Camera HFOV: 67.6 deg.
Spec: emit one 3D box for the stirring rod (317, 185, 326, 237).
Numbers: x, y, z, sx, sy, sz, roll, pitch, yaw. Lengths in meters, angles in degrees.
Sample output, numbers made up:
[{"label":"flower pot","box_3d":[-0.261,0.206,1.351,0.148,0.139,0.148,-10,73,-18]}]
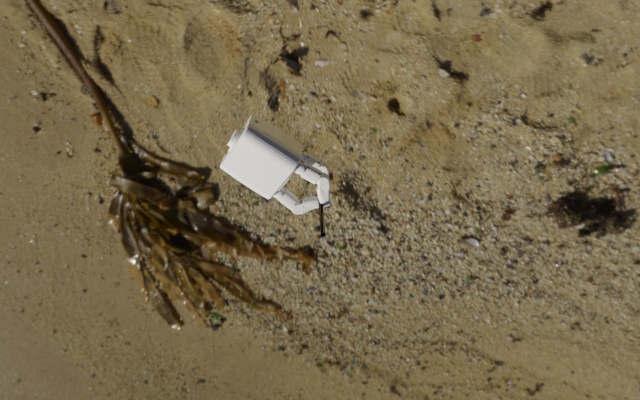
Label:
[{"label":"stirring rod","box_3d":[0.000,0.003,0.860,0.011,0.011,0.239,0,25,-2]}]
